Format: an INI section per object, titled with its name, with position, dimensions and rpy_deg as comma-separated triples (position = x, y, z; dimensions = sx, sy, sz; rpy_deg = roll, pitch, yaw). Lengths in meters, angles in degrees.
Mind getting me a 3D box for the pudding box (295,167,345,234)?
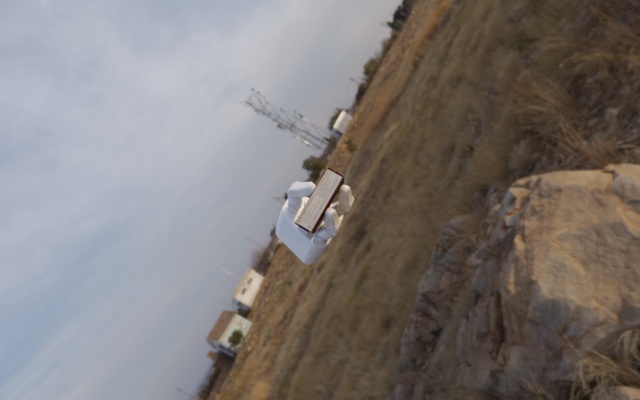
[pudding box]
position = 0.000, 0.003, 0.832
dimensions = 0.039, 0.113, 0.090
rpy_deg = 28, -3, 3
